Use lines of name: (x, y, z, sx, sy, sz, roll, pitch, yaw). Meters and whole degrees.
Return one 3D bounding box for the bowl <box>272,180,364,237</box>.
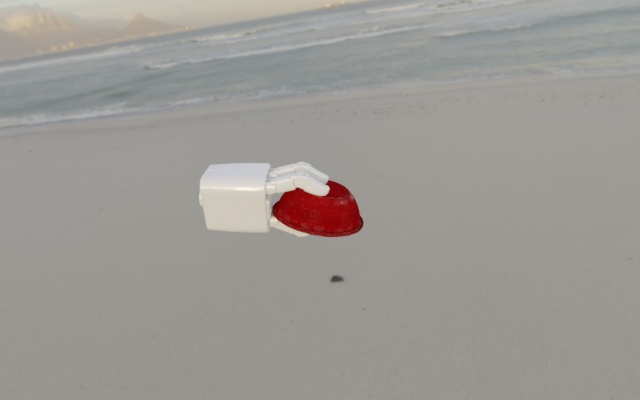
bowl: (0.001, 0.002, 0.822, 0.162, 0.055, 0.162, 9, 22, -4)
